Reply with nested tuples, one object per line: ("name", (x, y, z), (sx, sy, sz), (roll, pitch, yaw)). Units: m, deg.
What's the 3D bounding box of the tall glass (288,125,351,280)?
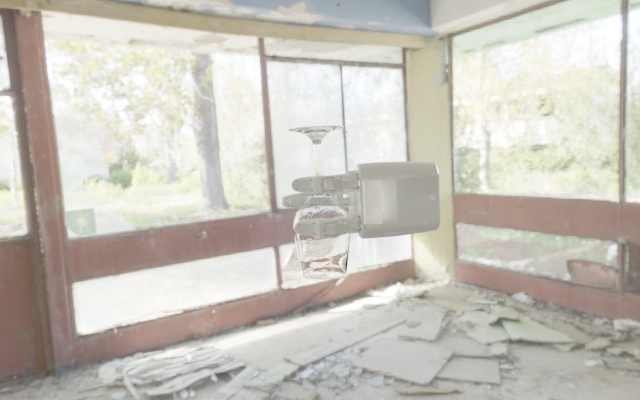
("tall glass", (0.000, 0.001, 0.646), (0.079, 0.201, 0.079), (-3, 6, 0))
